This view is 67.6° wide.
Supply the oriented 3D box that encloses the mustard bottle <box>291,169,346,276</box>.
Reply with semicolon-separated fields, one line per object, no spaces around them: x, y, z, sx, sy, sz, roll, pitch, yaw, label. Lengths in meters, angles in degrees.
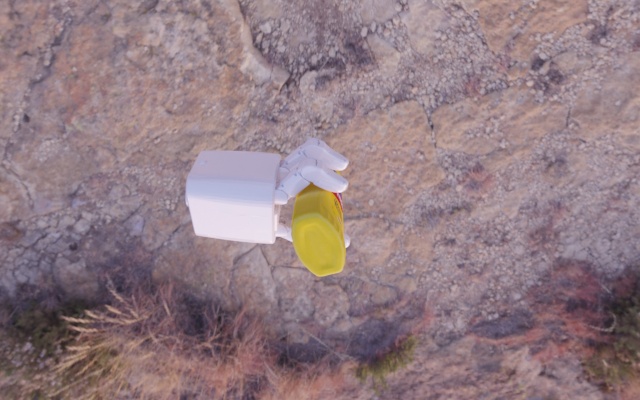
0.000;0.002;0.623;0.058;0.096;0.191;-16;32;12;mustard bottle
